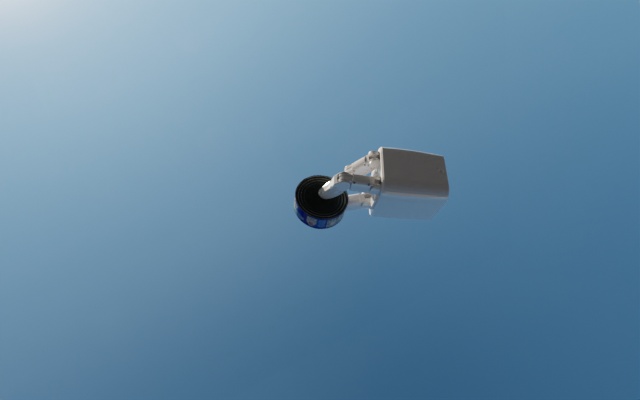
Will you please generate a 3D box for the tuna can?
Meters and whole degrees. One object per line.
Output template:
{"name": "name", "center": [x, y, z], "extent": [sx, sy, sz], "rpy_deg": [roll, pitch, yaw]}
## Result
{"name": "tuna can", "center": [0.000, 0.003, 0.767], "extent": [0.086, 0.086, 0.034], "rpy_deg": [0, -36, -10]}
